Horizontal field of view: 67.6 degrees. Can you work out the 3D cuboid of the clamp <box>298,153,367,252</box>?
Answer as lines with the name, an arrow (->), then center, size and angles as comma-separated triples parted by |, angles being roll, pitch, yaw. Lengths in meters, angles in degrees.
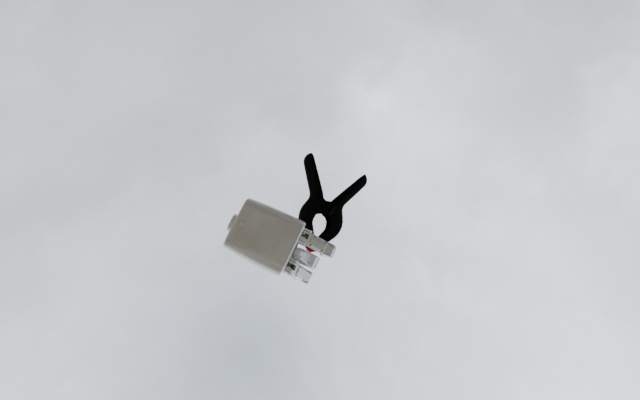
clamp -> 0.000, 0.003, 0.834 | 0.120, 0.171, 0.039 | 27, -18, -5
